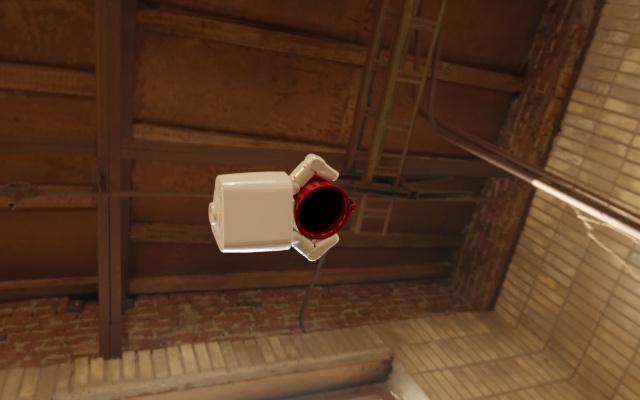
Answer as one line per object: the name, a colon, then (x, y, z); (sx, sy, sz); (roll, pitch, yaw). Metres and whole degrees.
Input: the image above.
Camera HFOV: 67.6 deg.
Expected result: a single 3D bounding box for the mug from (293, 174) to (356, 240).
mug: (0.001, 0.002, 0.768); (0.117, 0.093, 0.081); (-2, 25, -24)
